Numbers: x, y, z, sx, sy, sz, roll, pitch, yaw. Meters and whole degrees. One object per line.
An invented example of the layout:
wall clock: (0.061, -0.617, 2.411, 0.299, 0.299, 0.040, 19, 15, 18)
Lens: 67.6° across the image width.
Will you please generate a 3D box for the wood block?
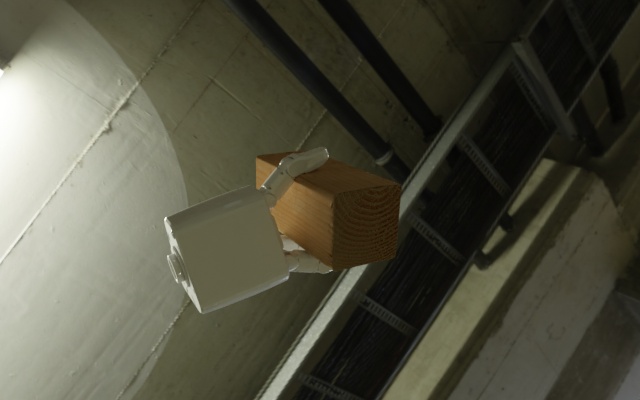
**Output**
wood block: (0.000, 0.002, 0.601, 0.090, 0.091, 0.206, -8, 20, -29)
